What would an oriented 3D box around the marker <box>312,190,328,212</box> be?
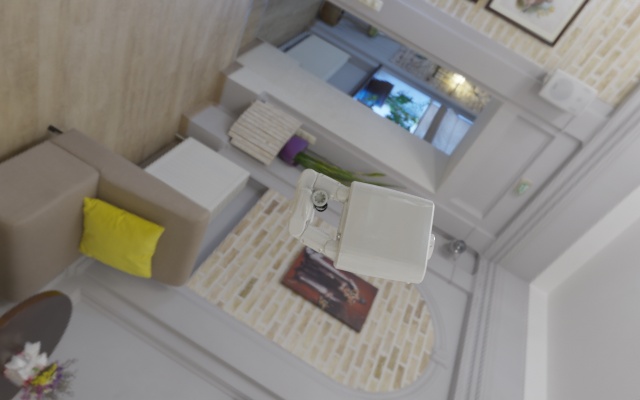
[{"bbox_3d":[0.000,0.002,0.624,0.020,0.020,0.121,0,-5,1],"label":"marker"}]
